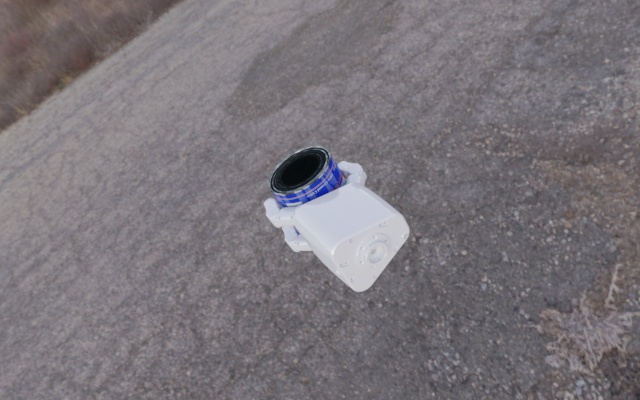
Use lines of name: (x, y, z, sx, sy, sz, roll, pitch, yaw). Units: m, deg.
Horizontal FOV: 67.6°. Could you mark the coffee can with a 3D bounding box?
coffee can: (0.000, 0.002, 0.722, 0.103, 0.102, 0.140, 0, -43, 39)
